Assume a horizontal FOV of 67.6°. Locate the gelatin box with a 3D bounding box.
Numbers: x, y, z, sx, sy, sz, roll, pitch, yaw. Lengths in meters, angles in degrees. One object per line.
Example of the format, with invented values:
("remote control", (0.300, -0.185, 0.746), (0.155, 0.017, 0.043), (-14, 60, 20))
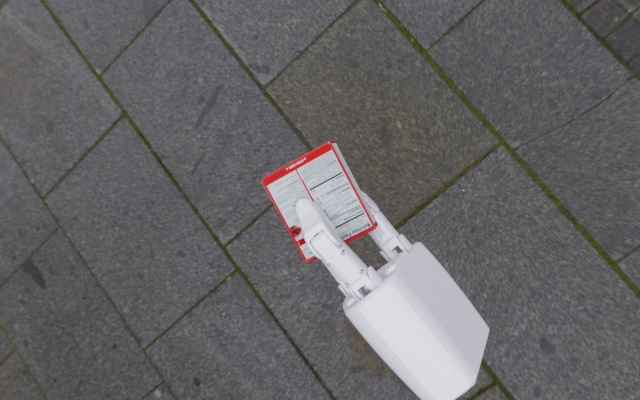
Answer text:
("gelatin box", (0.000, 0.001, 0.434), (0.073, 0.089, 0.030), (-28, 1, 14))
